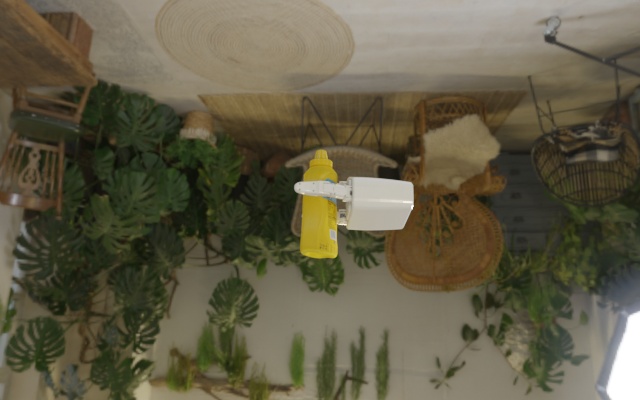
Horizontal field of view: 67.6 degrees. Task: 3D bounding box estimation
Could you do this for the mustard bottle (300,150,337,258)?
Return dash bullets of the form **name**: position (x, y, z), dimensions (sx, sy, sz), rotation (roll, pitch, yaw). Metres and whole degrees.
- **mustard bottle**: position (0.000, 0.003, 0.847), dimensions (0.058, 0.191, 0.096), rotation (-4, -14, 21)
